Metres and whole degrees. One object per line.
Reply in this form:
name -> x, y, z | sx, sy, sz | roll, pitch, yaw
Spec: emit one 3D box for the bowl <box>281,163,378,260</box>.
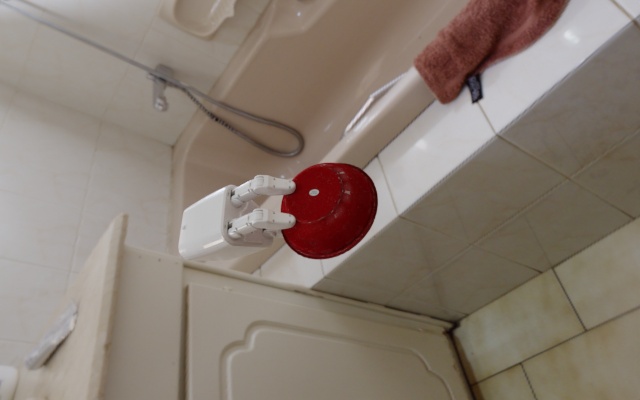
bowl -> 0.001, 0.002, 0.701 | 0.162, 0.162, 0.055 | 0, -27, 27
